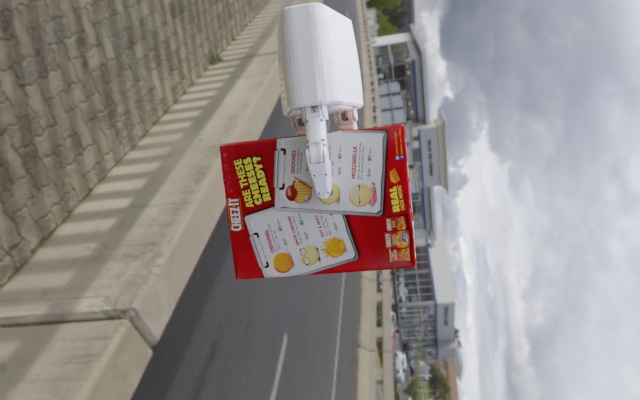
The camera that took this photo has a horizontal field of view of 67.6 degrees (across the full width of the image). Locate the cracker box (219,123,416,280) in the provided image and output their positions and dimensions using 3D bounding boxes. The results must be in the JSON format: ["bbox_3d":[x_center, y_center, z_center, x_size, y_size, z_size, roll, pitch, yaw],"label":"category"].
[{"bbox_3d":[0.000,0.002,0.573,0.214,0.164,0.072,-5,4,9],"label":"cracker box"}]
